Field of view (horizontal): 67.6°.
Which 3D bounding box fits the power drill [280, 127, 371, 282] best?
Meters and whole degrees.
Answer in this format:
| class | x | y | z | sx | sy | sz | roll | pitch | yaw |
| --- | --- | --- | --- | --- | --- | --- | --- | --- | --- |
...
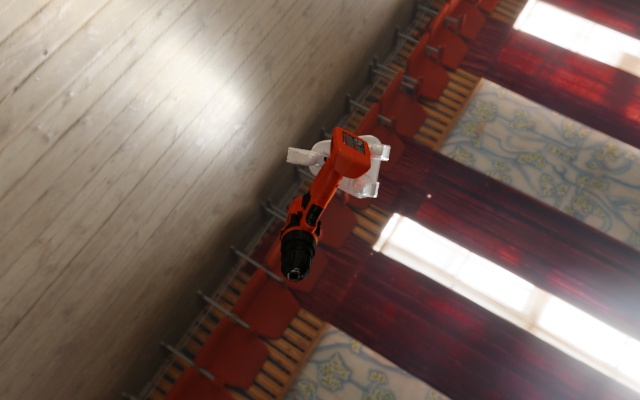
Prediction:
| class | x | y | z | sx | sy | sz | roll | pitch | yaw |
| --- | --- | --- | --- | --- | --- | --- | --- | --- | --- |
| power drill | 0.000 | 0.002 | 0.670 | 0.057 | 0.188 | 0.184 | 26 | 27 | -14 |
